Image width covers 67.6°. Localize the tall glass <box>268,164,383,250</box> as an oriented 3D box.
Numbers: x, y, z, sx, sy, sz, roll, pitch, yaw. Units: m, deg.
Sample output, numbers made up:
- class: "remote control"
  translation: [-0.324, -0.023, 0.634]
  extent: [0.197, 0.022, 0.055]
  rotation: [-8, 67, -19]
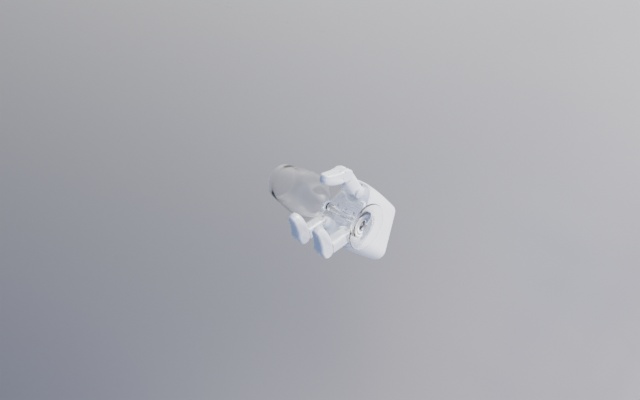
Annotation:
- class: "tall glass"
  translation: [0.001, 0.003, 0.766]
  extent: [0.201, 0.079, 0.079]
  rotation: [29, 19, 39]
